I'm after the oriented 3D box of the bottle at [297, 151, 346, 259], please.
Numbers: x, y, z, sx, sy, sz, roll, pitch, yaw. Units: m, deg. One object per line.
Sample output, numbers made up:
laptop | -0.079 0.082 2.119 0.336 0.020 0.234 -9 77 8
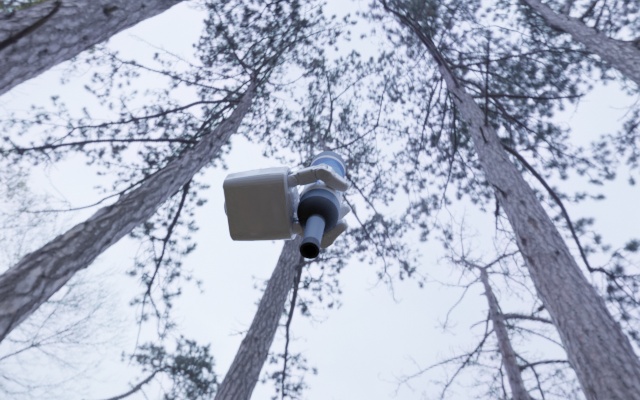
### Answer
bottle | 0.000 0.002 0.775 0.069 0.069 0.295 0 27 7
